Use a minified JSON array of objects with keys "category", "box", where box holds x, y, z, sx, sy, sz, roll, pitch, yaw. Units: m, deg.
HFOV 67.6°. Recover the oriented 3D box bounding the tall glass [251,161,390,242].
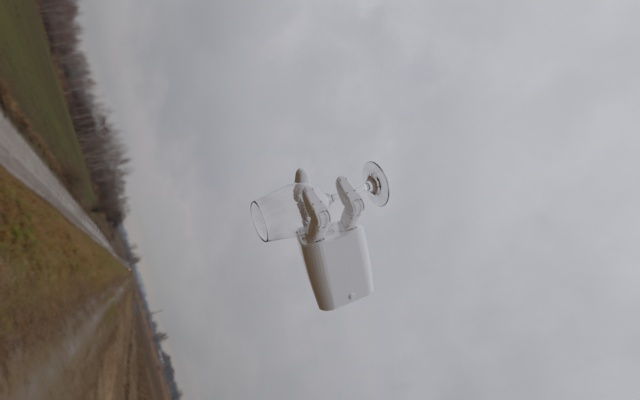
[{"category":"tall glass","box":[0.001,0.002,0.714,0.201,0.079,0.079,-18,7,-23]}]
